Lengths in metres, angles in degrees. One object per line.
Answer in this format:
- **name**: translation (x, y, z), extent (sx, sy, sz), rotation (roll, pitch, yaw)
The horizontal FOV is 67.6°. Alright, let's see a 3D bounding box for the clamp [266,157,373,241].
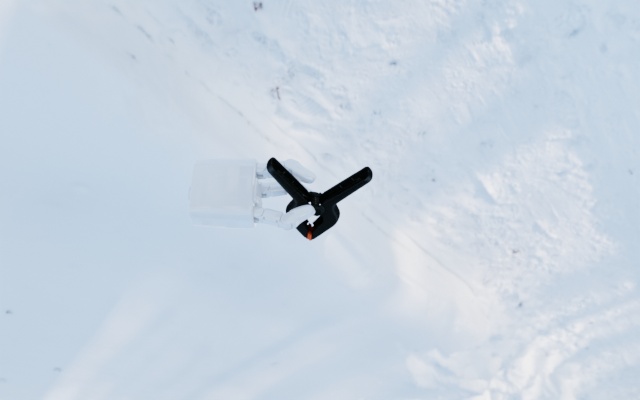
- **clamp**: translation (0.000, 0.004, 0.806), extent (0.164, 0.036, 0.210), rotation (2, -36, 2)
